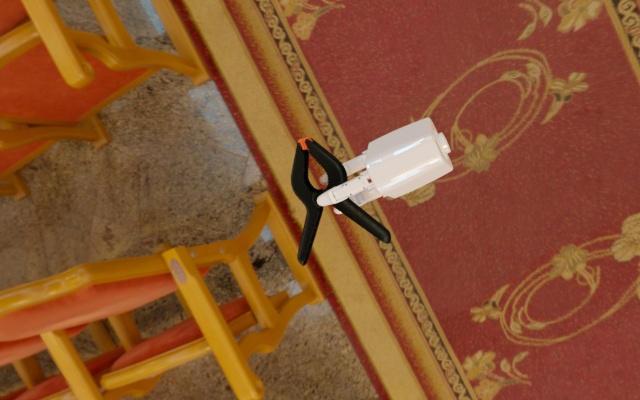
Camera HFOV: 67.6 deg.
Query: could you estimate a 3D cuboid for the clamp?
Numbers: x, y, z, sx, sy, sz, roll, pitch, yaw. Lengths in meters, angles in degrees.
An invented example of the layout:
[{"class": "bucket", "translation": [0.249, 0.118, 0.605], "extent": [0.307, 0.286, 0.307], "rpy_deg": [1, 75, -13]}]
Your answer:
[{"class": "clamp", "translation": [0.000, 0.002, 0.776], "extent": [0.164, 0.210, 0.036], "rpy_deg": [-25, 4, 20]}]
